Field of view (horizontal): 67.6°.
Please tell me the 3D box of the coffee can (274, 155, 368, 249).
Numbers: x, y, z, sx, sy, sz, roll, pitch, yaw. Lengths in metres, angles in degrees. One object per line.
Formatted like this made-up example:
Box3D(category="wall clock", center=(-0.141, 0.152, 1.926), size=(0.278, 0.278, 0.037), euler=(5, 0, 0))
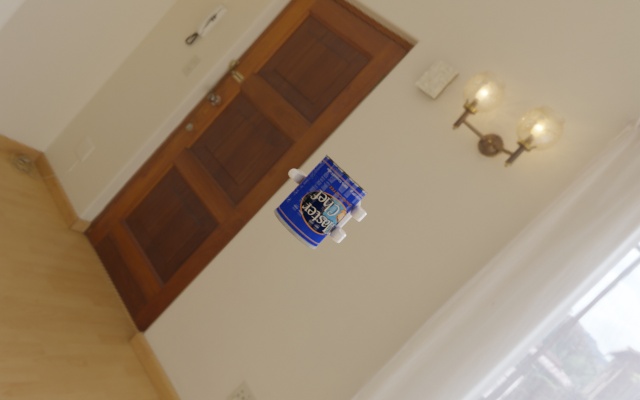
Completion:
Box3D(category="coffee can", center=(0.000, 0.003, 0.862), size=(0.103, 0.140, 0.103), euler=(43, 5, -4))
